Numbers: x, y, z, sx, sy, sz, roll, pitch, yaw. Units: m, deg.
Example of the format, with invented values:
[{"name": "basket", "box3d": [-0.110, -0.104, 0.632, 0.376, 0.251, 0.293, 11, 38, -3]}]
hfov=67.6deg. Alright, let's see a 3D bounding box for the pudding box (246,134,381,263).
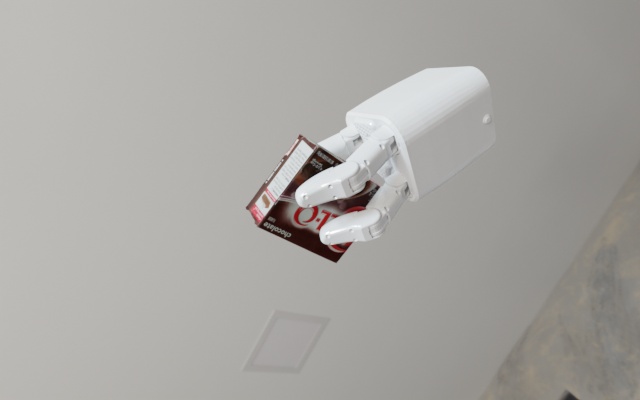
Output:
[{"name": "pudding box", "box3d": [0.000, 0.001, 0.455, 0.113, 0.090, 0.039, 30, 11, -39]}]
